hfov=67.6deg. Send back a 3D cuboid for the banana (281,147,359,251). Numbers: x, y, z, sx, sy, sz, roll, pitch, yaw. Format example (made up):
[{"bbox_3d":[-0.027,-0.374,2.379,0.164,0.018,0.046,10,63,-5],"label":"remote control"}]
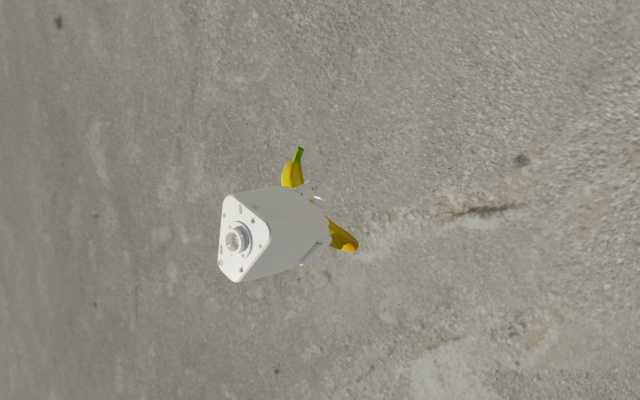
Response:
[{"bbox_3d":[-0.013,0.010,0.766,0.070,0.197,0.037,-42,-20,33],"label":"banana"}]
